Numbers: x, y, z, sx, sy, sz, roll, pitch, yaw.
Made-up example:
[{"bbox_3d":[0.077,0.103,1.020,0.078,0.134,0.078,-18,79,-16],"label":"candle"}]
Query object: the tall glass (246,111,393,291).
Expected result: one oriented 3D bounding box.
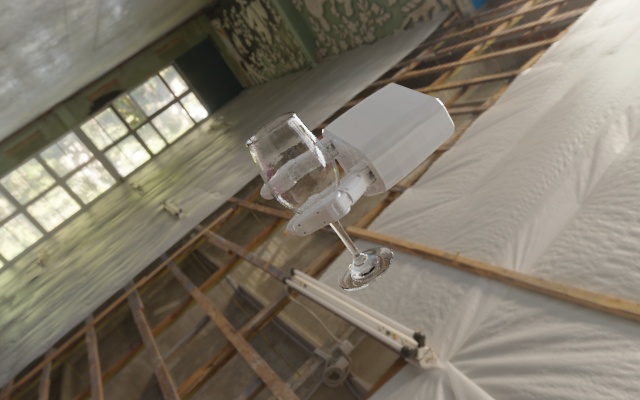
[{"bbox_3d":[0.000,0.002,0.529,0.079,0.201,0.079,-30,20,12],"label":"tall glass"}]
